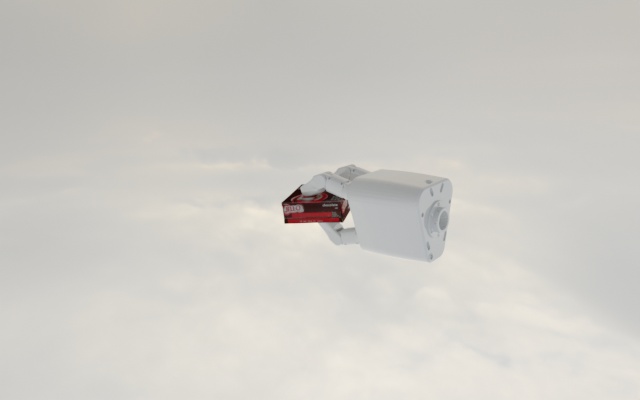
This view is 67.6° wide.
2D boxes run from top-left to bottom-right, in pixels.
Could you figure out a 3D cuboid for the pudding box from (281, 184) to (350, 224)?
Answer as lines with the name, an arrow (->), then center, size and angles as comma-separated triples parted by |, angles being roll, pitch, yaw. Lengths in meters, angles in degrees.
pudding box -> 0.000, 0.003, 0.727 | 0.090, 0.039, 0.113 | -1, 13, 14
